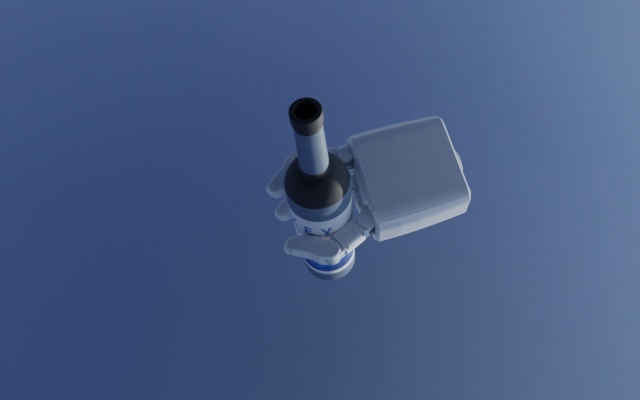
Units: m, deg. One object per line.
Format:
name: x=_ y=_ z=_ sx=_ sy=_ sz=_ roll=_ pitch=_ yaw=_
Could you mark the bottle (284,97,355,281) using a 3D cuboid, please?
bottle: x=0.000 y=0.002 z=0.503 sx=0.069 sy=0.069 sz=0.296 roll=0 pitch=-30 yaw=5
